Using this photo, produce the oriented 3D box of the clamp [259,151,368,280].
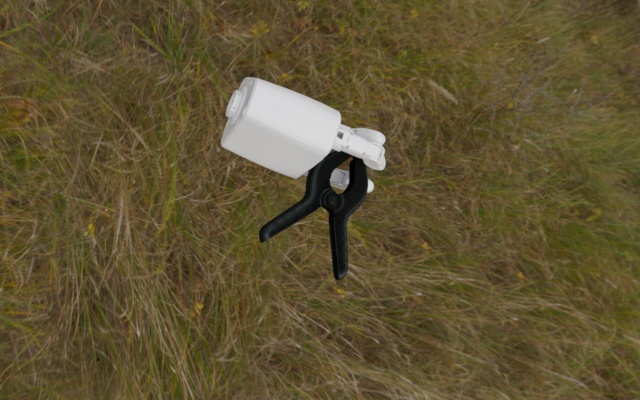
[{"bbox_3d":[0.000,0.002,0.590,0.120,0.171,0.039,20,-9,-21],"label":"clamp"}]
